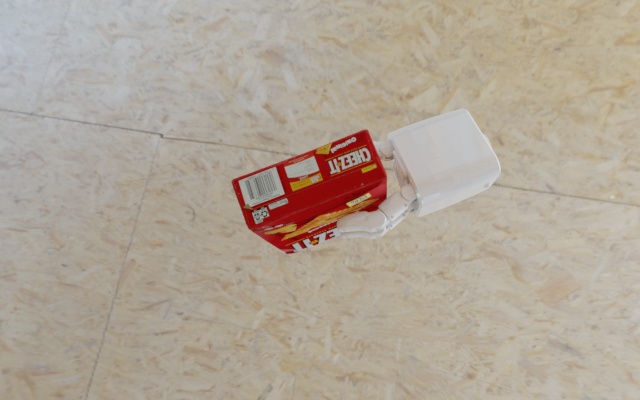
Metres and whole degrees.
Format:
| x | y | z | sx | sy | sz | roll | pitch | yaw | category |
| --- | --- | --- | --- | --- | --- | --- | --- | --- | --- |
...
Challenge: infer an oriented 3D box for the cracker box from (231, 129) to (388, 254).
| x | y | z | sx | sy | sz | roll | pitch | yaw | category |
| --- | --- | --- | --- | --- | --- | --- | --- | --- | --- |
| 0.000 | 0.002 | 0.618 | 0.164 | 0.072 | 0.214 | -21 | -15 | 2 | cracker box |
